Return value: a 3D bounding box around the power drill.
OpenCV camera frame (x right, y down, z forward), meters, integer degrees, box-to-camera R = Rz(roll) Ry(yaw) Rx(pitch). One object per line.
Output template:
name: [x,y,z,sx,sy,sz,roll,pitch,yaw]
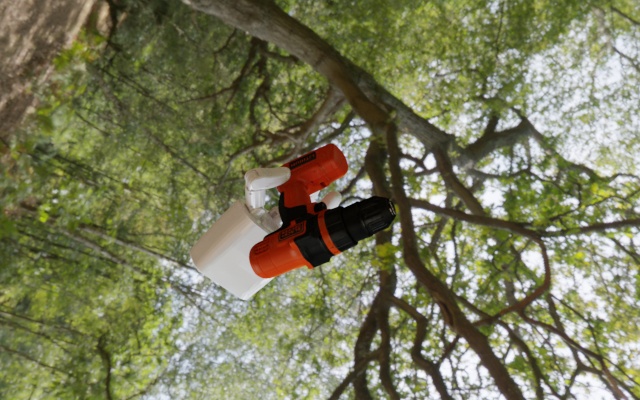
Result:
power drill: [0.000,0.002,0.606,0.184,0.057,0.187,-23,31,16]
